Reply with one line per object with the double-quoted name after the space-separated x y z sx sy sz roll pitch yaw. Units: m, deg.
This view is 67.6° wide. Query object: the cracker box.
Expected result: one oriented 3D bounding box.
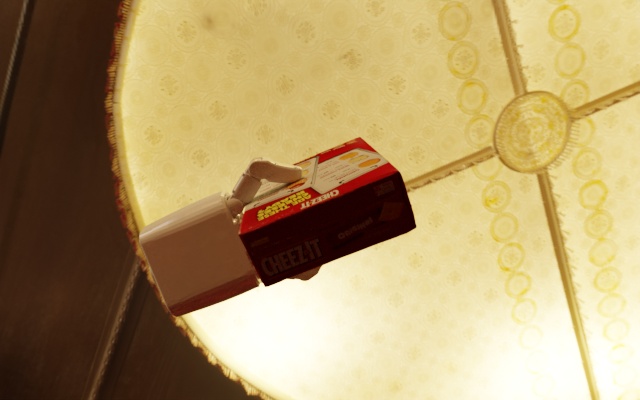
0.000 0.002 0.552 0.164 0.072 0.213 -22 17 1 "cracker box"
